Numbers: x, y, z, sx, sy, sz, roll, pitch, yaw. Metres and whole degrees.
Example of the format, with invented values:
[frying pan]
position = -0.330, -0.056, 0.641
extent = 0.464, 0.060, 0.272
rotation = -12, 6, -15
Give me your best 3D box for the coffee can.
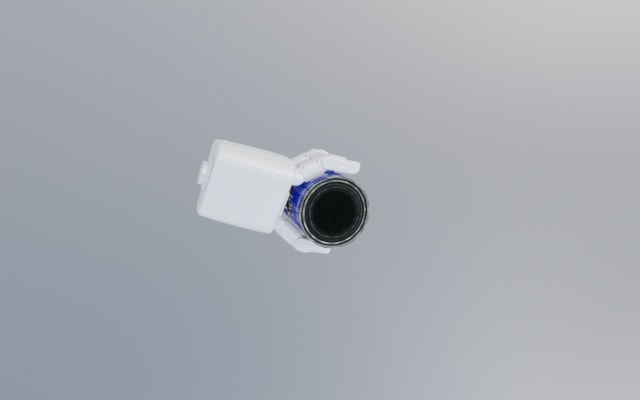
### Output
[coffee can]
position = 0.000, 0.002, 0.718
extent = 0.103, 0.103, 0.140
rotation = 0, 12, -17
